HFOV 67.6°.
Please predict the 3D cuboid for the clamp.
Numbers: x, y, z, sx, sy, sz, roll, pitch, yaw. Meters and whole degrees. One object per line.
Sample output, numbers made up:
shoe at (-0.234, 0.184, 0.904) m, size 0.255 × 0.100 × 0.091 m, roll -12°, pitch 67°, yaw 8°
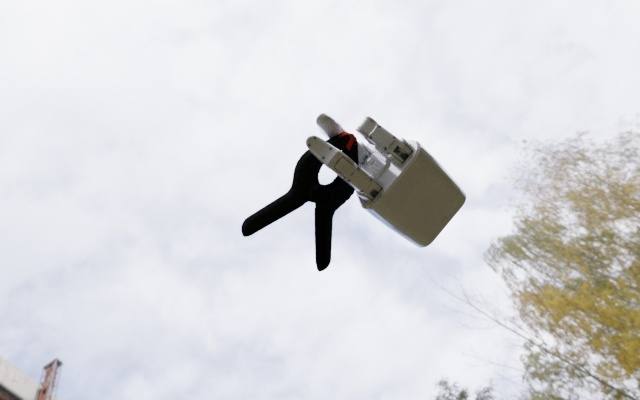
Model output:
clamp at (0.000, 0.001, 0.571) m, size 0.120 × 0.171 × 0.039 m, roll 37°, pitch 4°, yaw -29°
